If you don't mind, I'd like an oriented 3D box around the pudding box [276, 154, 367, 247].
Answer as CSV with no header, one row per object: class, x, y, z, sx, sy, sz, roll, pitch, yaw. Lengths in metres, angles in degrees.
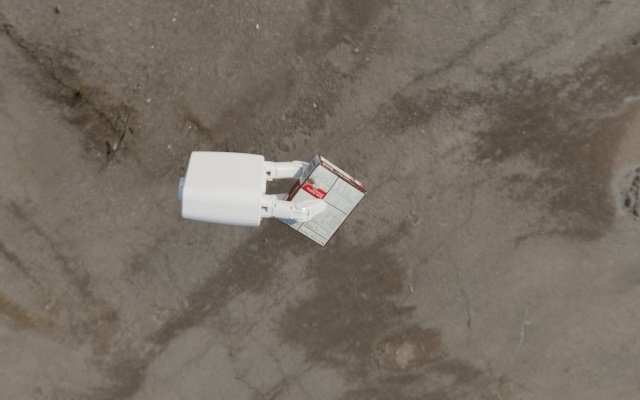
pudding box,0.000,0.002,0.716,0.090,0.113,0.039,32,18,-18
